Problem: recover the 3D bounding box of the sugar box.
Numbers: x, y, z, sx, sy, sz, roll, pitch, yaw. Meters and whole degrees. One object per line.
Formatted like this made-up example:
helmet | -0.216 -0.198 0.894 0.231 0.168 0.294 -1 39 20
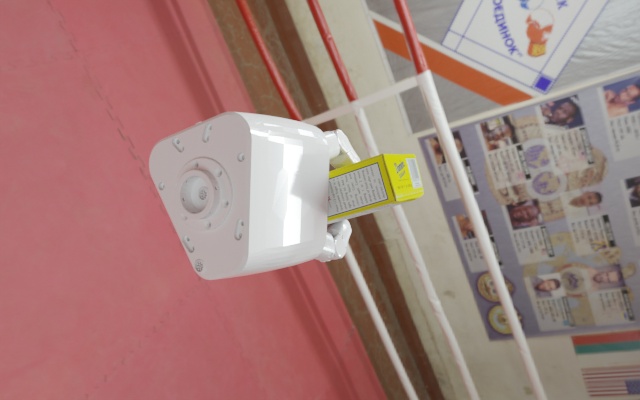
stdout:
sugar box | 0.000 0.001 0.449 0.176 0.048 0.093 -15 -3 27
